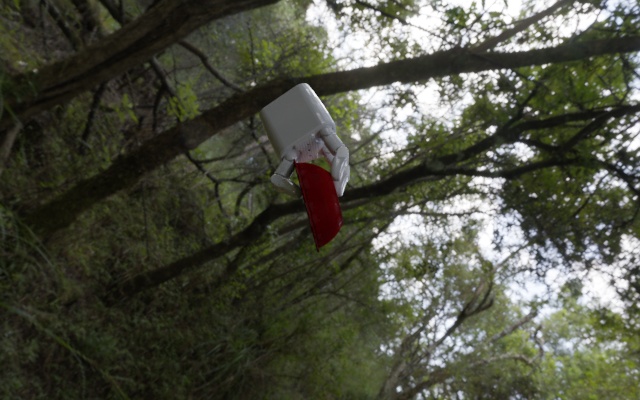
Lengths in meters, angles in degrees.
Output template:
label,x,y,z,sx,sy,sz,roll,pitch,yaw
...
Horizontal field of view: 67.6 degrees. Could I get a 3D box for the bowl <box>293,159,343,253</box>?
label,x,y,z,sx,sy,sz,roll,pitch,yaw
bowl,0.001,0.004,0.799,0.055,0.162,0.162,-14,0,-2
